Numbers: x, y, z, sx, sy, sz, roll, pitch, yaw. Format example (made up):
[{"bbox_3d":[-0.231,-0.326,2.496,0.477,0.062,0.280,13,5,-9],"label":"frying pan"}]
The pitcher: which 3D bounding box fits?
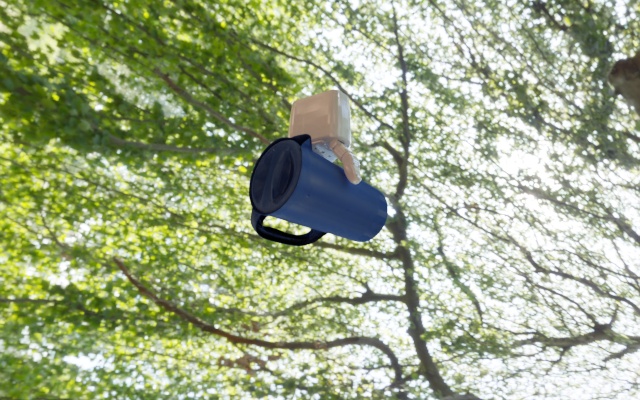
[{"bbox_3d":[0.000,0.003,0.838,0.149,0.145,0.243,-23,-34,40],"label":"pitcher"}]
